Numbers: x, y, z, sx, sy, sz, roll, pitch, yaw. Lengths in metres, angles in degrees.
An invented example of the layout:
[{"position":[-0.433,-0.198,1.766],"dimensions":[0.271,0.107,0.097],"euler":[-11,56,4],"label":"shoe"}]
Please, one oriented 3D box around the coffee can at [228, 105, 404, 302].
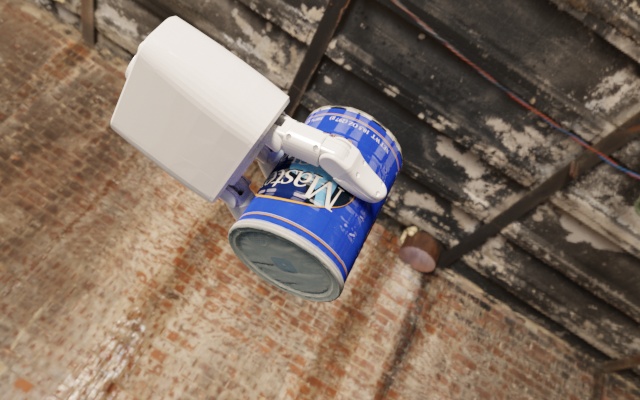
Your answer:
[{"position":[0.000,0.002,0.417],"dimensions":[0.103,0.140,0.103],"euler":[22,-32,14],"label":"coffee can"}]
